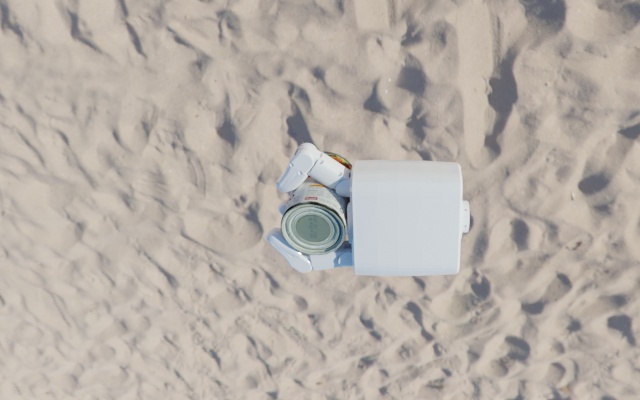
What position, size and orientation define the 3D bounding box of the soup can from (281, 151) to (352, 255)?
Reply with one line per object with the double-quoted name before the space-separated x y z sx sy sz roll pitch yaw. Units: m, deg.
"soup can" 0.000 0.002 0.512 0.068 0.068 0.102 0 35 11
